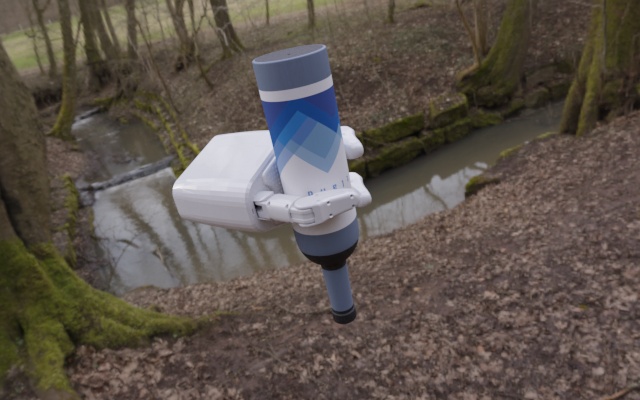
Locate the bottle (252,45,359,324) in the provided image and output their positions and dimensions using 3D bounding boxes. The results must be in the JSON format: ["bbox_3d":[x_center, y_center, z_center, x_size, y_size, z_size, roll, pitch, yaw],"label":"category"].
[{"bbox_3d":[0.000,0.001,0.480,0.069,0.296,0.069,-10,25,5],"label":"bottle"}]
